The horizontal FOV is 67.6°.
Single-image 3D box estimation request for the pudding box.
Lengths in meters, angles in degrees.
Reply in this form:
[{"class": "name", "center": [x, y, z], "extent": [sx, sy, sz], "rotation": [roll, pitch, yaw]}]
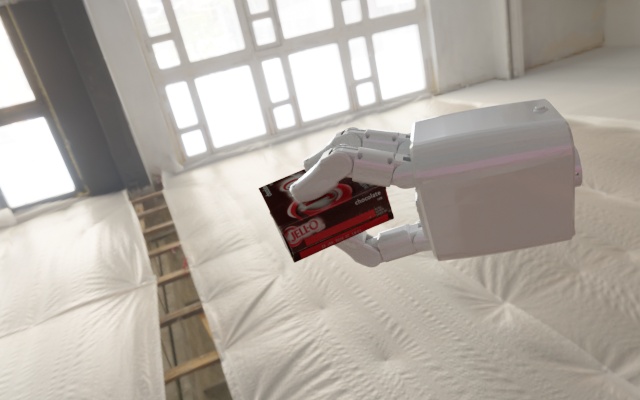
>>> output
[{"class": "pudding box", "center": [0.000, 0.001, 0.417], "extent": [0.090, 0.039, 0.113], "rotation": [-22, 20, -8]}]
